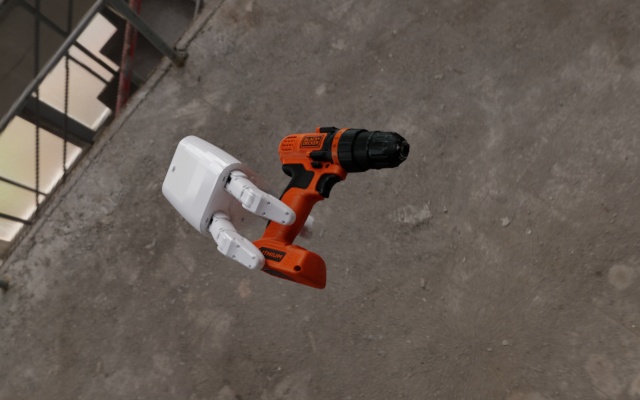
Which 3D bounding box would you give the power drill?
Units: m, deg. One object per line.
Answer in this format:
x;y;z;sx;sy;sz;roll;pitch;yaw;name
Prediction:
0.000;0.002;0.545;0.184;0.187;0.057;4;-26;45;power drill
